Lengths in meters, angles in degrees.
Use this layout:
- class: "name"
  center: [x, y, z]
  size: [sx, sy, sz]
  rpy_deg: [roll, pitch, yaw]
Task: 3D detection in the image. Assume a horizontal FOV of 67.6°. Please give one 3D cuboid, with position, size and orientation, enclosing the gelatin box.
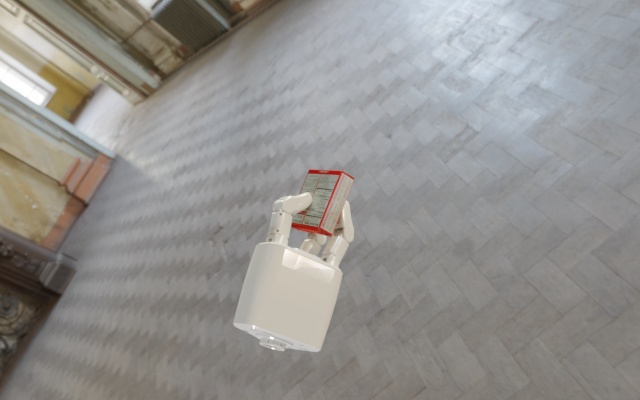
- class: "gelatin box"
  center: [0.000, 0.002, 0.661]
  size: [0.030, 0.089, 0.073]
  rpy_deg: [30, -14, -36]
